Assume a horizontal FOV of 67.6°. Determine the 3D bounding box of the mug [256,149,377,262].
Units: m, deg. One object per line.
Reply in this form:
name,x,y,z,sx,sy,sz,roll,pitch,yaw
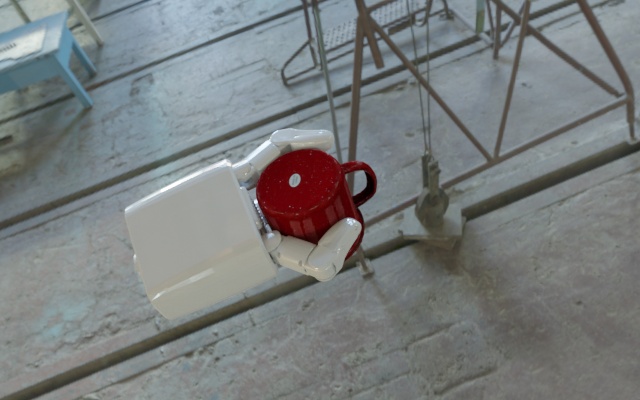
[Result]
mug,0.001,0.001,0.449,0.117,0.093,0.082,-26,-41,-4
